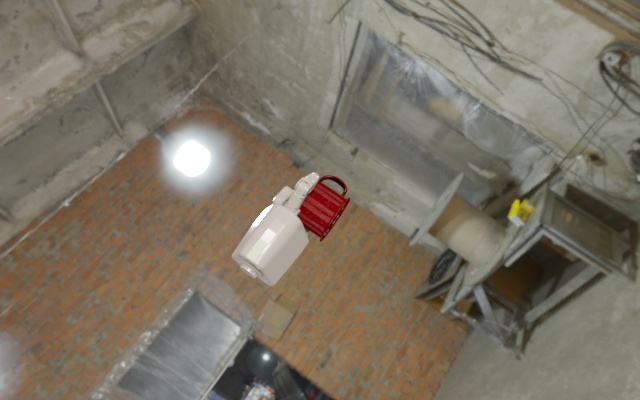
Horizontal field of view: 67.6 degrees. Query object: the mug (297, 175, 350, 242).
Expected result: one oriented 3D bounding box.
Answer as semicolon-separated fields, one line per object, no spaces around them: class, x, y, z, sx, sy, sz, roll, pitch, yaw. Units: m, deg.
mug;0.001;0.002;0.843;0.081;0.117;0.093;34;-21;7
